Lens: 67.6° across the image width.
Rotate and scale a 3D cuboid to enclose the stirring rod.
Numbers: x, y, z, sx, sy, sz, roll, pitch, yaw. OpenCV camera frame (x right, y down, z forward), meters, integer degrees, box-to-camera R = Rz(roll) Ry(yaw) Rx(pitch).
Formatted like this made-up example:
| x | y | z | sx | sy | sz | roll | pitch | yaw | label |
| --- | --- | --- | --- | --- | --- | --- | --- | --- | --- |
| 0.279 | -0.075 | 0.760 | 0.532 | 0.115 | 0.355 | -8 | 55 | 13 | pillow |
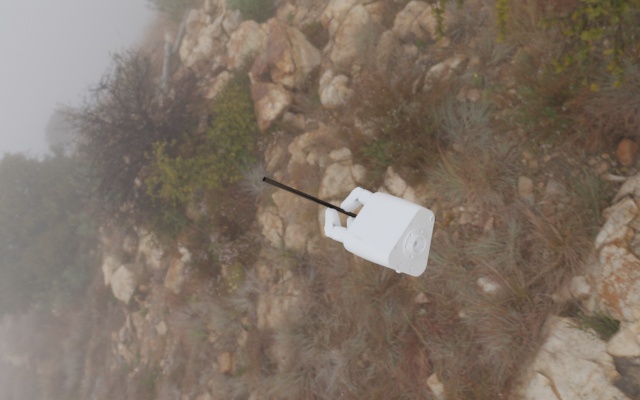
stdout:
| x | y | z | sx | sy | sz | roll | pitch | yaw | label |
| --- | --- | --- | --- | --- | --- | --- | --- | --- | --- |
| 0.000 | 0.003 | 0.832 | 0.239 | 0.011 | 0.011 | 22 | -14 | -36 | stirring rod |
